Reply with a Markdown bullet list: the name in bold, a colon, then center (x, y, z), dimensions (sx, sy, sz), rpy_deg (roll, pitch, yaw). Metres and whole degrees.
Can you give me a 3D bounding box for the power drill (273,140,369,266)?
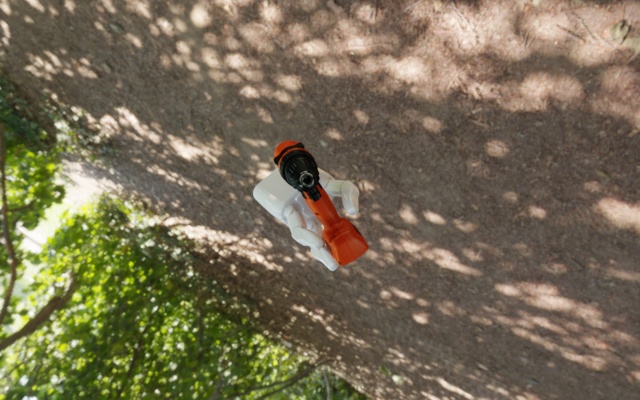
- **power drill**: center (0.000, 0.003, 0.700), dimensions (0.057, 0.188, 0.184), rpy_deg (-31, 20, 0)
